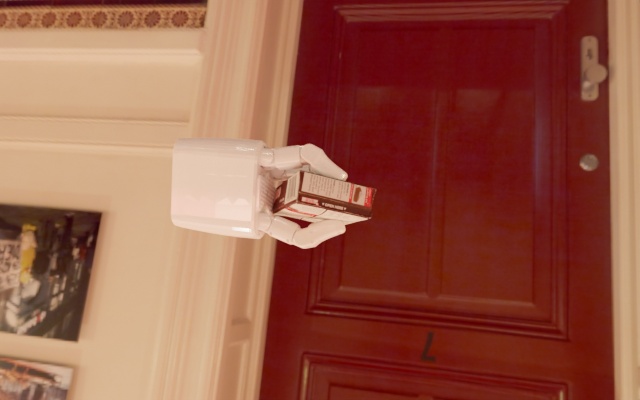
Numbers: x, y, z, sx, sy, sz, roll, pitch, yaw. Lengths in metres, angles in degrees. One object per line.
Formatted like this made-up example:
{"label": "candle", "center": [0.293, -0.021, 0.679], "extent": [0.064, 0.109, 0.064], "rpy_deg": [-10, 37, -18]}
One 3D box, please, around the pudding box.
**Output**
{"label": "pudding box", "center": [0.000, 0.002, 0.556], "extent": [0.090, 0.039, 0.113], "rpy_deg": [12, -10, -17]}
